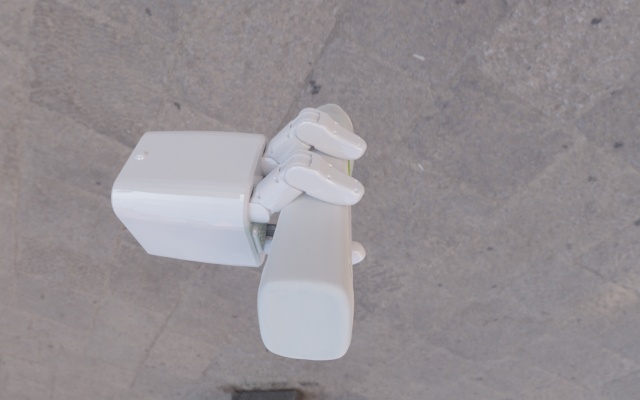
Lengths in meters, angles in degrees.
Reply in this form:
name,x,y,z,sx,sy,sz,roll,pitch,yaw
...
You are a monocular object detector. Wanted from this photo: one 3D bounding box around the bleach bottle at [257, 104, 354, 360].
name,x,y,z,sx,sy,sz,roll,pitch,yaw
bleach bottle,0.000,0.001,0.422,0.068,0.103,0.250,4,44,3
